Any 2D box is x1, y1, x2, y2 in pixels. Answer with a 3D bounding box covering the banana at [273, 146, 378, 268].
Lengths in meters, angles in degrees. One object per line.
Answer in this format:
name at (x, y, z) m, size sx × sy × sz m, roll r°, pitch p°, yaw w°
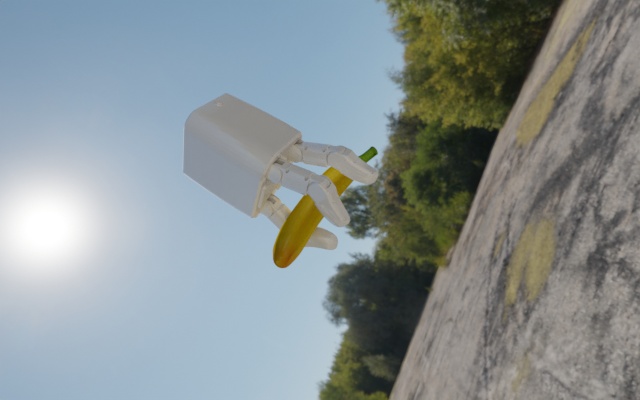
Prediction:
banana at (-0.005, 0.006, 0.557) m, size 0.037 × 0.197 × 0.070 m, roll 40°, pitch -31°, yaw -4°
